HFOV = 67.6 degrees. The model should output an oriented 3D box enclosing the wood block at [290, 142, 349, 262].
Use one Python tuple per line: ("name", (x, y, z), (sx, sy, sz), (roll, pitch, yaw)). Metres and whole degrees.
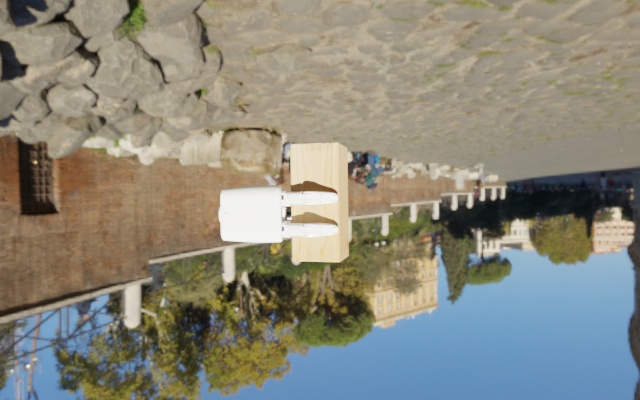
("wood block", (0.000, 0.003, 0.871), (0.090, 0.206, 0.091), (-1, 1, 13))
